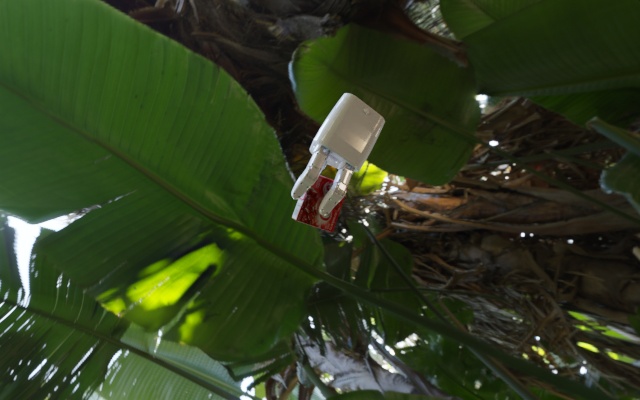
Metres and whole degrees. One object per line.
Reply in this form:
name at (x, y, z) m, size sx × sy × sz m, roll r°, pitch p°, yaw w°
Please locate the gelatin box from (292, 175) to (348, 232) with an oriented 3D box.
gelatin box at (0.000, 0.003, 0.842) m, size 0.073 × 0.089 × 0.030 m, roll 19°, pitch 1°, yaw -21°
